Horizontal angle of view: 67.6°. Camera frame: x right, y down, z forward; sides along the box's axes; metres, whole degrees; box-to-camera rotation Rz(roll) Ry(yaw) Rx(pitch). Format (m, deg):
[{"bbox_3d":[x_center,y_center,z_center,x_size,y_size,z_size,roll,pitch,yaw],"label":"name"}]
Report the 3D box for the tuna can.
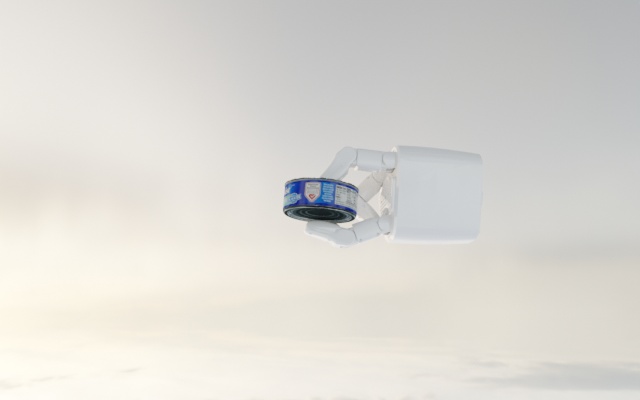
[{"bbox_3d":[0.000,0.002,0.544,0.086,0.033,0.086,4,-14,1],"label":"tuna can"}]
